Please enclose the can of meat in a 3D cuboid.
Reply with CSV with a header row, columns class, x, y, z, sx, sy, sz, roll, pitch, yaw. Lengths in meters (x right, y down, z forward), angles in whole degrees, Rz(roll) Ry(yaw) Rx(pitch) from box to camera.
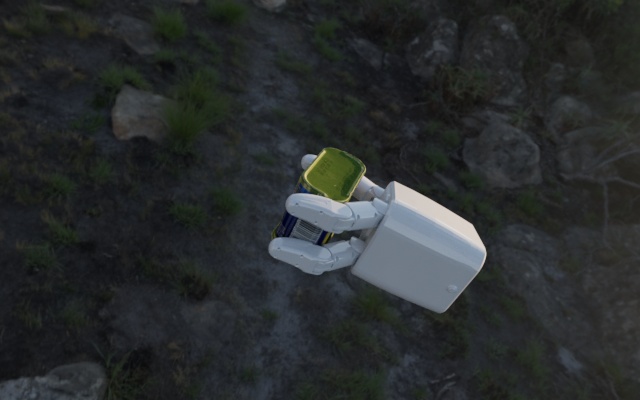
class,x,y,z,sx,sy,sz,roll,pitch,yaw
can of meat,0.000,0.001,0.500,0.057,0.084,0.102,29,34,3
